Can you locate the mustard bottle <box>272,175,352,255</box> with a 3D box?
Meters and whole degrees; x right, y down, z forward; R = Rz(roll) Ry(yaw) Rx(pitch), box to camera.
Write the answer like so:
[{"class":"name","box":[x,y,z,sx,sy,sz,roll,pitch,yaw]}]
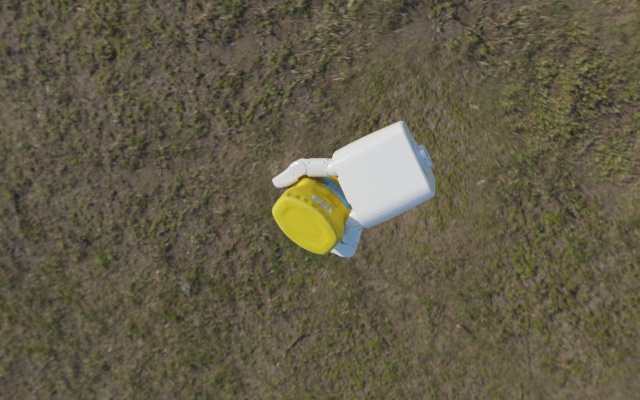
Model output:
[{"class":"mustard bottle","box":[0.000,0.003,0.696,0.096,0.058,0.191,38,23,-2]}]
